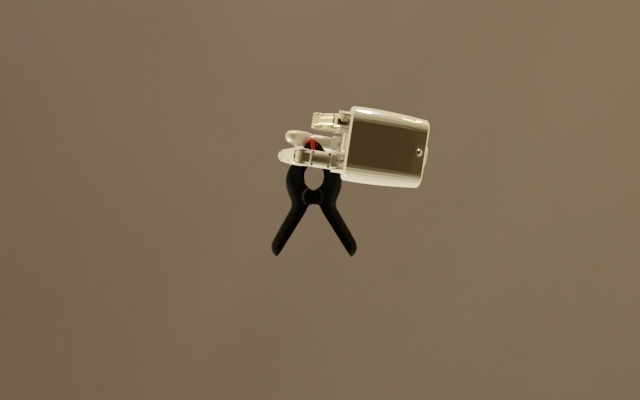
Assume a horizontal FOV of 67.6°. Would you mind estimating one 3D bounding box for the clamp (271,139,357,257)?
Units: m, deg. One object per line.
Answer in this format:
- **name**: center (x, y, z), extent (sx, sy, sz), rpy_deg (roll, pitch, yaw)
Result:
- **clamp**: center (0.000, 0.002, 0.677), extent (0.120, 0.171, 0.039), rpy_deg (8, 3, -2)
